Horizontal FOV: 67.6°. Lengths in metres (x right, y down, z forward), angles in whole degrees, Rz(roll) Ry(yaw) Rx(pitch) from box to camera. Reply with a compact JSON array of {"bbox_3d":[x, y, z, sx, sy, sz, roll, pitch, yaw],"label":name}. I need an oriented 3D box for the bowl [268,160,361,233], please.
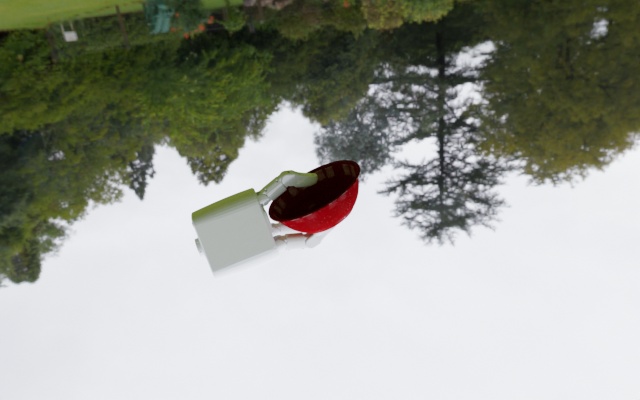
[{"bbox_3d":[0.002,0.002,0.754,0.162,0.055,0.162,-25,24,12],"label":"bowl"}]
